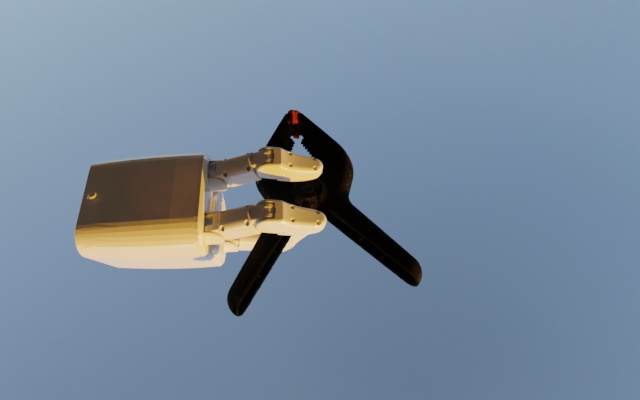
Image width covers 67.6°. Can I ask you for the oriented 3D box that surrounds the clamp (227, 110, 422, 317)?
[{"bbox_3d":[0.000,0.001,0.447,0.164,0.209,0.036,-2,-32,-3],"label":"clamp"}]
